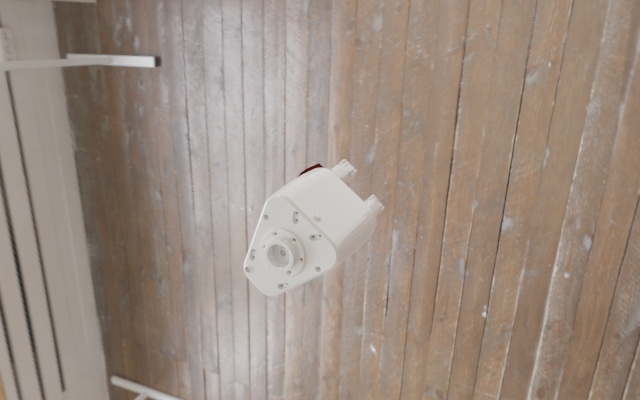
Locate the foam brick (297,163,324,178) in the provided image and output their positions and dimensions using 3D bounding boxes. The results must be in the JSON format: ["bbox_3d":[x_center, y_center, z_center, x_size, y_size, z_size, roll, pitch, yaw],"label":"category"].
[{"bbox_3d":[0.000,0.002,0.582,0.053,0.078,0.051,-49,-8,27],"label":"foam brick"}]
